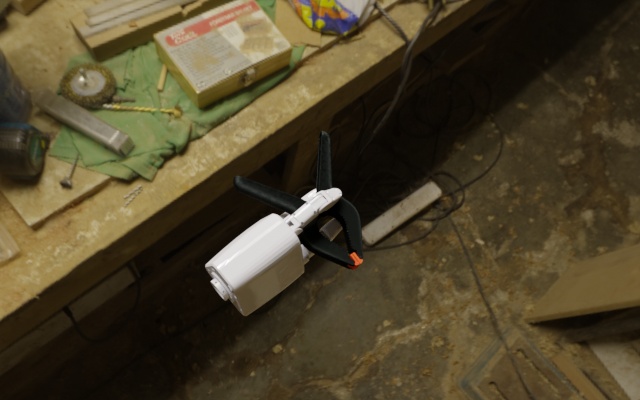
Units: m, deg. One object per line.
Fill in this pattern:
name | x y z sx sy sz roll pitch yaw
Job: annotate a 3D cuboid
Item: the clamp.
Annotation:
clamp | 0.000 0.002 0.688 0.164 0.210 0.036 -38 -12 -20
